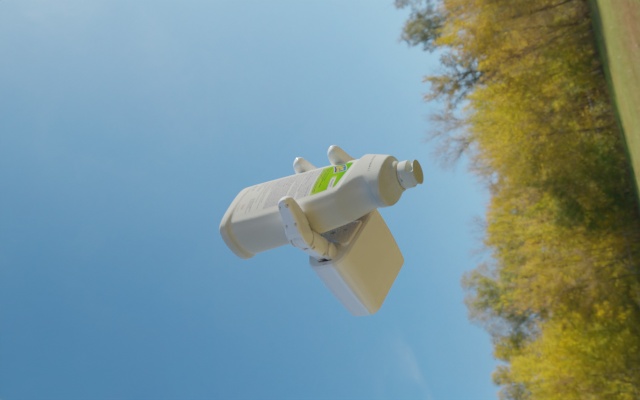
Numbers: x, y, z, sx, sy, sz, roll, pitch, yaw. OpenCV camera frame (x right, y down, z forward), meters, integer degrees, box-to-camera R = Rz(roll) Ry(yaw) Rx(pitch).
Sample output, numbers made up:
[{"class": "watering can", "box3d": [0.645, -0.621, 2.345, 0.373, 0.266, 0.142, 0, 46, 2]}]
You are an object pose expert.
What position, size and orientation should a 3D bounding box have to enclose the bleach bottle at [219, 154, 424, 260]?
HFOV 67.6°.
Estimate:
[{"class": "bleach bottle", "box3d": [0.000, 0.002, 0.575, 0.251, 0.068, 0.102, -15, 35, 31]}]
